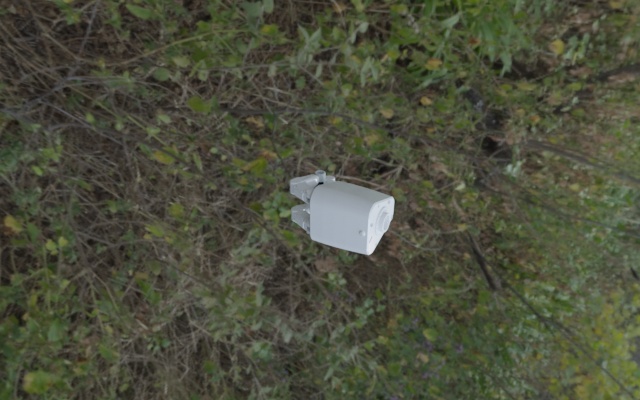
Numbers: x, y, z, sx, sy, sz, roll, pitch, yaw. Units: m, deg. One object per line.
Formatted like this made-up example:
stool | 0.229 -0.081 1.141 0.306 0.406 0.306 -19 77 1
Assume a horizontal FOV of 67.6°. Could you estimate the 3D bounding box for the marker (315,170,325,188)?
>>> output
marker | 0.000 0.003 0.871 0.020 0.121 0.020 0 29 0
